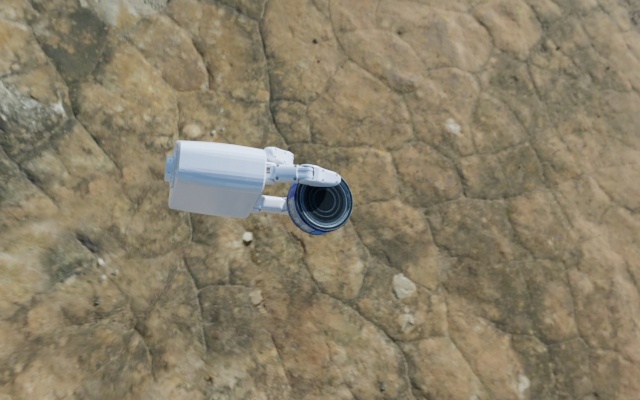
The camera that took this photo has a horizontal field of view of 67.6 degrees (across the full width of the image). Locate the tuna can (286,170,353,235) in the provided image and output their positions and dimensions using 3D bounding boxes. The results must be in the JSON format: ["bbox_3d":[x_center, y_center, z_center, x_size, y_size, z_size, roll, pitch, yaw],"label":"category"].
[{"bbox_3d":[0.000,0.002,0.639,0.086,0.086,0.034,0,-11,-25],"label":"tuna can"}]
